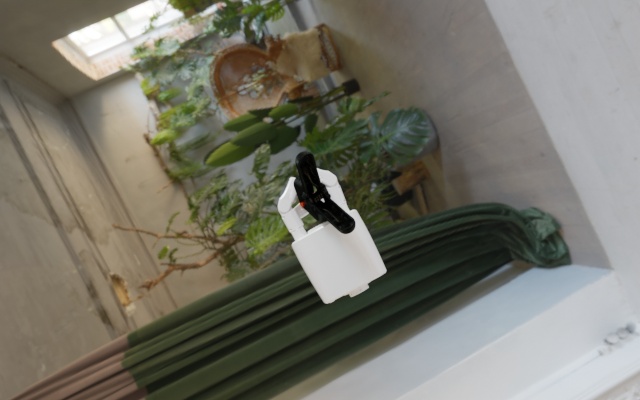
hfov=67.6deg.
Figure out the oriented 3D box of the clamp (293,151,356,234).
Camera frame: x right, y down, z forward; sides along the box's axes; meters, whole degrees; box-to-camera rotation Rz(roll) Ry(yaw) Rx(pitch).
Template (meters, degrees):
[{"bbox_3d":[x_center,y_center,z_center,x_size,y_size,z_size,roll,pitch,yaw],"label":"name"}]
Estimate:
[{"bbox_3d":[-0.001,0.002,0.676,0.039,0.120,0.171,-28,-7,-8],"label":"clamp"}]
